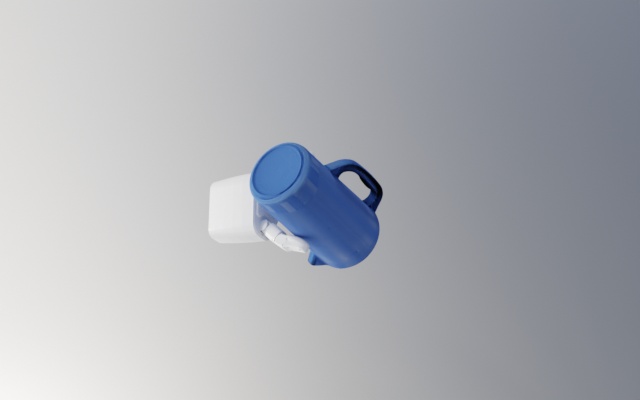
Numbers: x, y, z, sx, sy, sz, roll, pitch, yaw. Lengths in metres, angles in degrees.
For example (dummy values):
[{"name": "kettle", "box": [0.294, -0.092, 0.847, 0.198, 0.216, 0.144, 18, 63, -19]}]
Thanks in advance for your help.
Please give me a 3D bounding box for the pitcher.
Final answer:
[{"name": "pitcher", "box": [0.000, 0.003, 0.792, 0.145, 0.149, 0.243, -7, -31, 29]}]
